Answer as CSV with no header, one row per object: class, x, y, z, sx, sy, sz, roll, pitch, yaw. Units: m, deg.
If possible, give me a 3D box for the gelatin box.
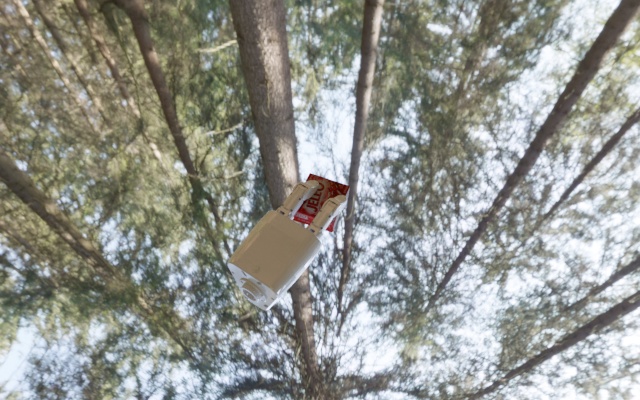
gelatin box,0.000,0.003,0.783,0.073,0.089,0.030,19,-39,9
